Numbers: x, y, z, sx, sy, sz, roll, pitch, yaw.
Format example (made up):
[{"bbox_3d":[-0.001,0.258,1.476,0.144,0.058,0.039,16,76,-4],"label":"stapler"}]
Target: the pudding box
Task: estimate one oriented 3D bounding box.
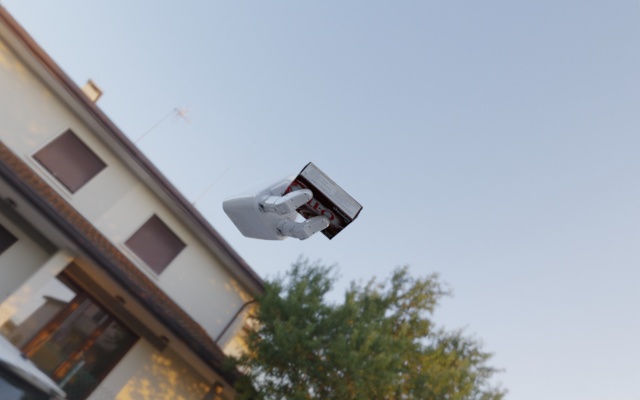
[{"bbox_3d":[0.000,0.002,0.762,0.113,0.039,0.090,39,-32,-3],"label":"pudding box"}]
